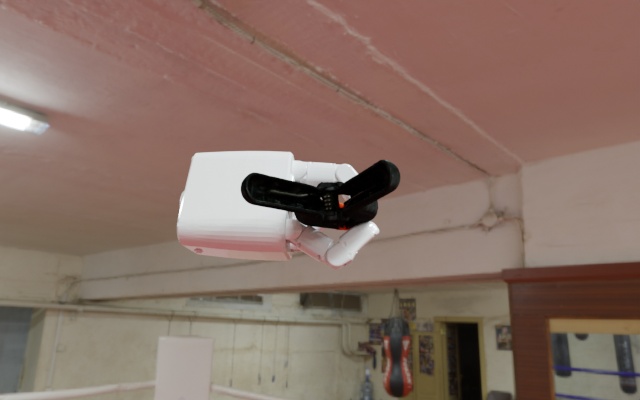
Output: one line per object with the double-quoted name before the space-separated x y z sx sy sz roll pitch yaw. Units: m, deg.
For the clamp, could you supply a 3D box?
"clamp" 0.000 0.001 0.424 0.120 0.039 0.171 3 -15 2
